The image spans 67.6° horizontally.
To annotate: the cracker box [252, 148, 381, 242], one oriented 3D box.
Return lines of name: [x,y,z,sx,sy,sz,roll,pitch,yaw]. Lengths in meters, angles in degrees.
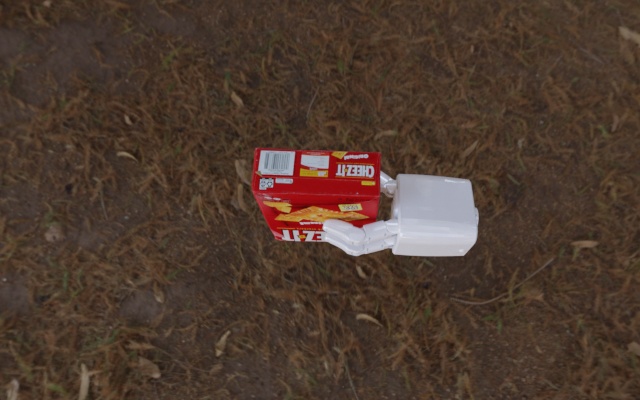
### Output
cracker box: [0.000,0.002,0.696,0.164,0.072,0.214,2,-21,4]
